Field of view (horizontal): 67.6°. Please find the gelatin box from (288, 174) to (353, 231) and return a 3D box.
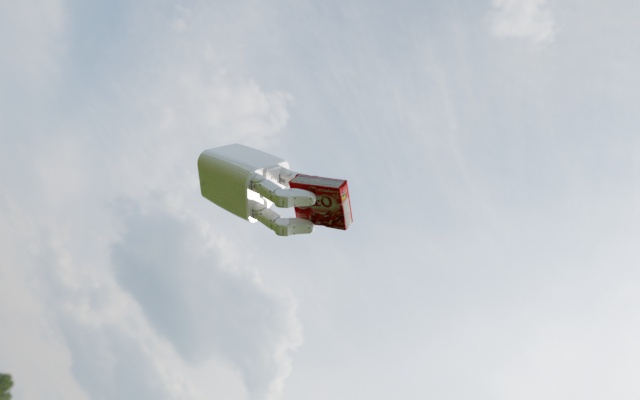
[{"bbox_3d":[0.001,0.002,0.715,0.089,0.073,0.030,8,35,28],"label":"gelatin box"}]
